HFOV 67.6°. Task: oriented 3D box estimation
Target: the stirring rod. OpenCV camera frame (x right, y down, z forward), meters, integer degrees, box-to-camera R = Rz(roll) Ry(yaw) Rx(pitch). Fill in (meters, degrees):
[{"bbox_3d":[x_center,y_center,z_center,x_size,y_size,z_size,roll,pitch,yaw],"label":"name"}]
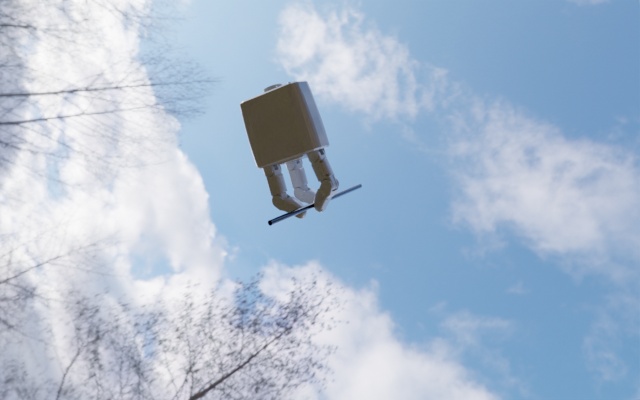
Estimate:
[{"bbox_3d":[0.000,0.002,0.753,0.011,0.011,0.239,0,14,37],"label":"stirring rod"}]
